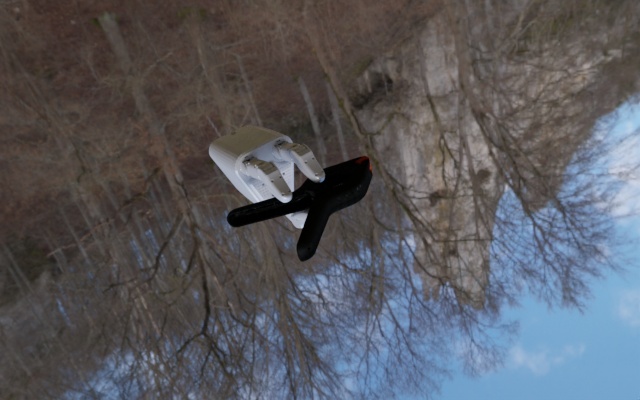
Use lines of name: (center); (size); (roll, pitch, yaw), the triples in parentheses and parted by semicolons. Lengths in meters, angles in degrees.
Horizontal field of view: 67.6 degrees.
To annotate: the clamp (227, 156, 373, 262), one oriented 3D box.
clamp: (0.001, 0.002, 0.629); (0.210, 0.036, 0.164); (-30, 33, -25)
